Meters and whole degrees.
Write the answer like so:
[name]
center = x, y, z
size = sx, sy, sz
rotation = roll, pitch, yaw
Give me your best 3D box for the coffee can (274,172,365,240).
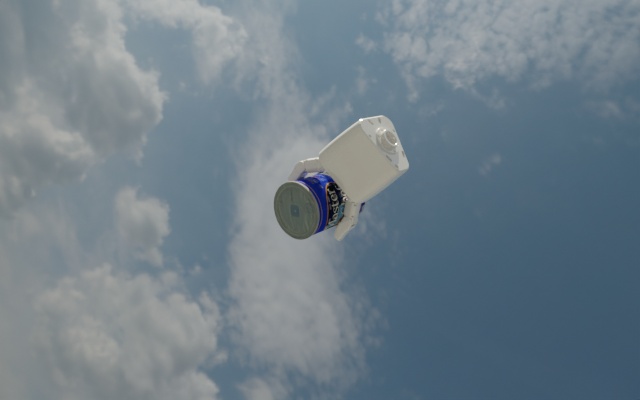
[coffee can]
center = 0.000, 0.003, 0.868
size = 0.103, 0.103, 0.140
rotation = 0, 13, 41
